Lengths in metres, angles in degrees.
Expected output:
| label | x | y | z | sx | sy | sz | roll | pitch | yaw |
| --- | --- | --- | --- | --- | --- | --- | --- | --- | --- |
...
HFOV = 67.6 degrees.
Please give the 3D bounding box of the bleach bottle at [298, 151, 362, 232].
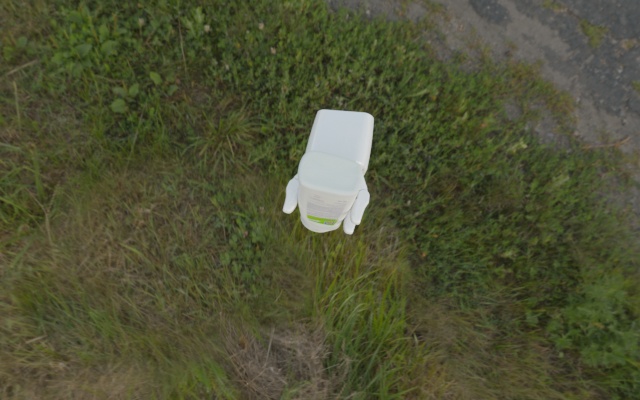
| label | x | y | z | sx | sy | sz | roll | pitch | yaw |
| --- | --- | --- | --- | --- | --- | --- | --- | --- | --- |
| bleach bottle | 0.000 | 0.003 | 0.836 | 0.102 | 0.068 | 0.251 | 13 | -22 | -3 |
